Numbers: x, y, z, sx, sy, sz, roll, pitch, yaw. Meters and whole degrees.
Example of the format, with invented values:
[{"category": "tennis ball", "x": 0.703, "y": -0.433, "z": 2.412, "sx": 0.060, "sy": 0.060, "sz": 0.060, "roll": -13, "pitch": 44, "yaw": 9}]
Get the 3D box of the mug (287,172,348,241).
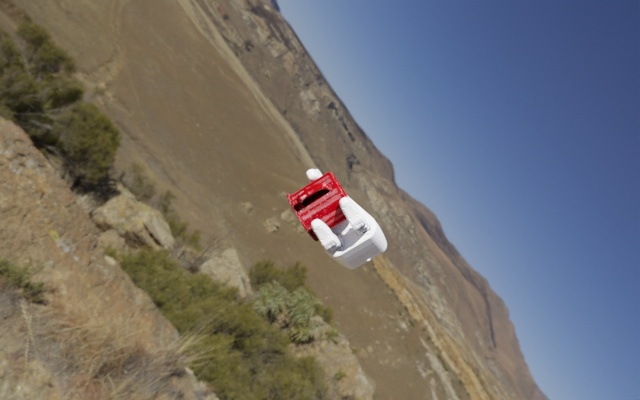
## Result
[{"category": "mug", "x": 0.000, "y": 0.002, "z": 0.771, "sx": 0.081, "sy": 0.093, "sz": 0.117, "roll": -32, "pitch": -28, "yaw": 5}]
